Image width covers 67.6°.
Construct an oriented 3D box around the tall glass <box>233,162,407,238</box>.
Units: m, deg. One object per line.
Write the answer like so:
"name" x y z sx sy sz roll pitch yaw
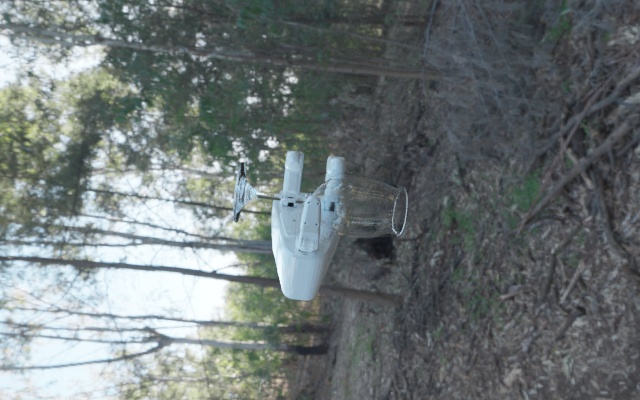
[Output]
"tall glass" -0.001 0.002 0.581 0.201 0.079 0.079 7 0 -3
